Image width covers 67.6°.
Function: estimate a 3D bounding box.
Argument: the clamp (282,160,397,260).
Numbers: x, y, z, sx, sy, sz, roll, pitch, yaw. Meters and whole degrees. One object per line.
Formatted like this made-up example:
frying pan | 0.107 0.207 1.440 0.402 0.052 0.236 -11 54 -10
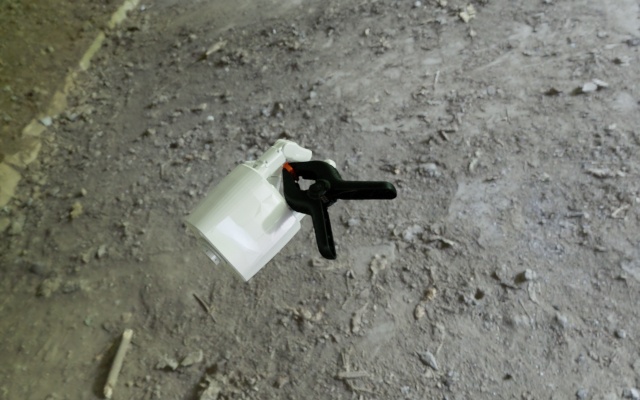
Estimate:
clamp | 0.000 0.001 0.609 0.171 0.120 0.039 24 -27 42
